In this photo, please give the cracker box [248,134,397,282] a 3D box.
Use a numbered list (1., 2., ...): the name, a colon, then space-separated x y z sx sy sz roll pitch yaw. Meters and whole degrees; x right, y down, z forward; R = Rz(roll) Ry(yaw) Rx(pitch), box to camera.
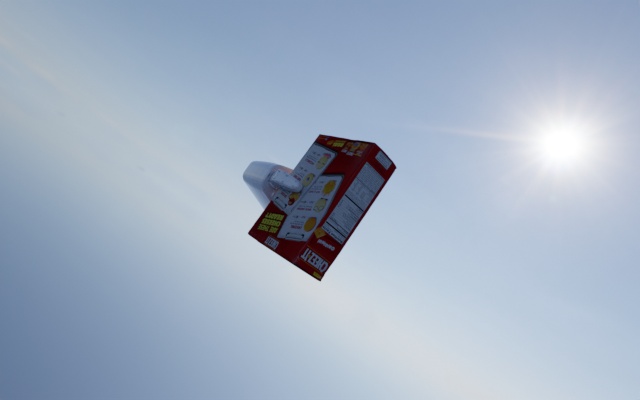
1. cracker box: 0.000 0.002 0.759 0.072 0.213 0.164 40 -10 -32
